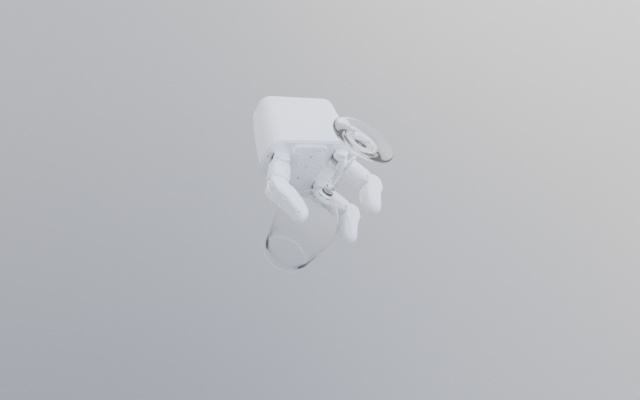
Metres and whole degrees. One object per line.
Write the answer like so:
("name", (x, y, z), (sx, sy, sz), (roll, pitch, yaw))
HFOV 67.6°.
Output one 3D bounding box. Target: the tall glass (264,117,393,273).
("tall glass", (0.000, 0.001, 0.566), (0.079, 0.079, 0.201), (0, -43, -40))
